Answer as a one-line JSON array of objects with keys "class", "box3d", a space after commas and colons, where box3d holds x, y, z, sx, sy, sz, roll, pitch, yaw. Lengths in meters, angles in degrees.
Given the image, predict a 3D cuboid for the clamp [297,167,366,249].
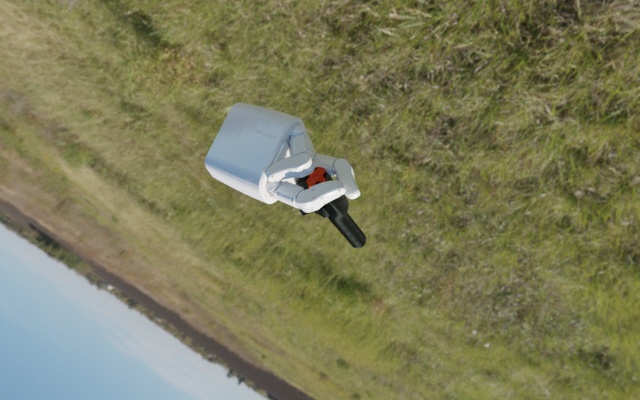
[{"class": "clamp", "box3d": [0.000, 0.003, 0.677, 0.120, 0.039, 0.172, 22, -25, 29]}]
